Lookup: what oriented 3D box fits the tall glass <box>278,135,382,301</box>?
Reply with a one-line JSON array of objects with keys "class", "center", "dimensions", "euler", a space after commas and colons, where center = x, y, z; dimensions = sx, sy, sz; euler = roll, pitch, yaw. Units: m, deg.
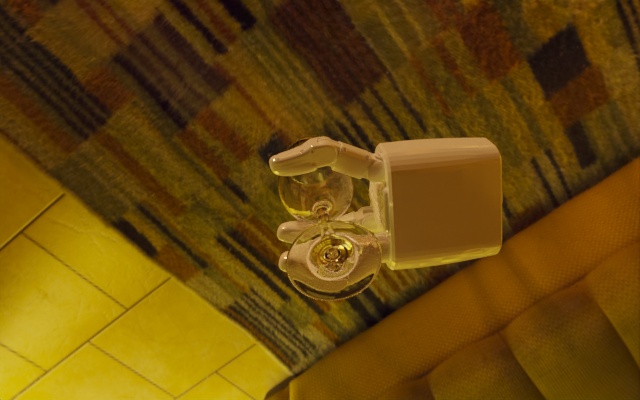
[{"class": "tall glass", "center": [0.000, 0.002, 0.450], "dimensions": [0.079, 0.079, 0.201], "euler": [0, 28, -8]}]
